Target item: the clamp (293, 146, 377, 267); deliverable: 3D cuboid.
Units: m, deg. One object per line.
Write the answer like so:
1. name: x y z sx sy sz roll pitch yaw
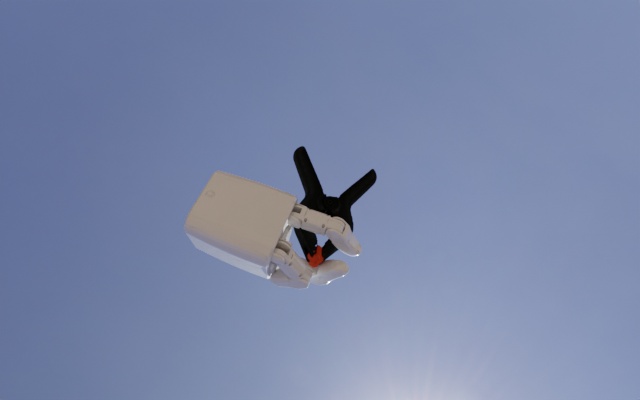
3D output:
1. clamp: 0.000 0.003 0.630 0.120 0.171 0.039 21 -37 3
